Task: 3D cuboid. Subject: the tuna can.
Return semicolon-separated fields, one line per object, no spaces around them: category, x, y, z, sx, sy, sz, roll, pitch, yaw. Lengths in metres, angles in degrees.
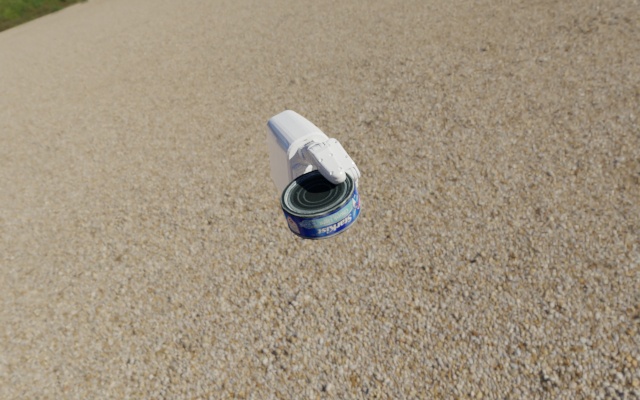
tuna can;0.000;0.001;0.525;0.086;0.034;0.086;-11;38;9
